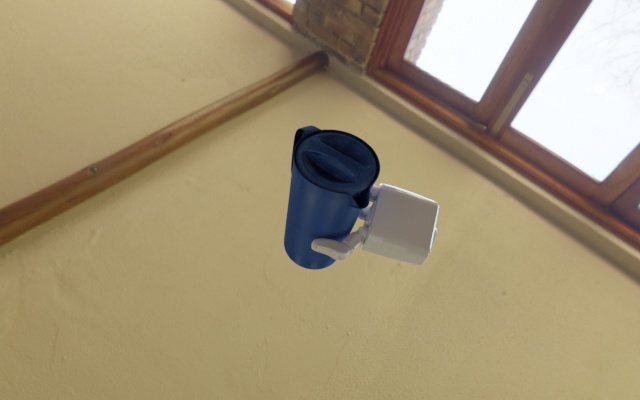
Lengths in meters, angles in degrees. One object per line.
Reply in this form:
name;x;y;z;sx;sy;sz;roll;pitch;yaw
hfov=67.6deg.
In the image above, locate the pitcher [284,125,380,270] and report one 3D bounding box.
pitcher;0.000;0.003;0.804;0.145;0.149;0.243;17;-41;0
